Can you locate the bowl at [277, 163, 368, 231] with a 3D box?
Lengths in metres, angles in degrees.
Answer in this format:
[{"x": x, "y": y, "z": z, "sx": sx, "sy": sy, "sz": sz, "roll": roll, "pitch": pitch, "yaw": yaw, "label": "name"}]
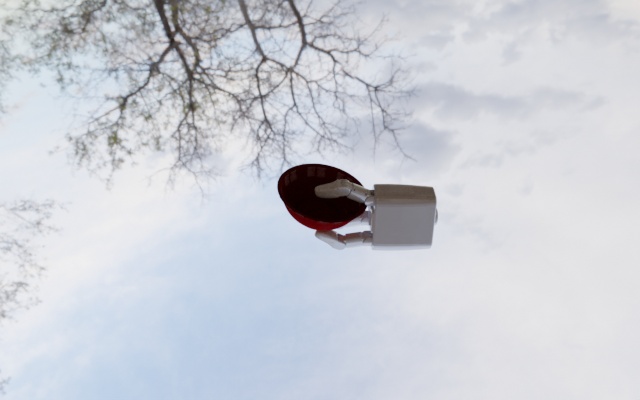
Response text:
[{"x": -0.001, "y": 0.003, "z": 0.843, "sx": 0.162, "sy": 0.055, "sz": 0.162, "roll": 9, "pitch": 39, "yaw": -7, "label": "bowl"}]
